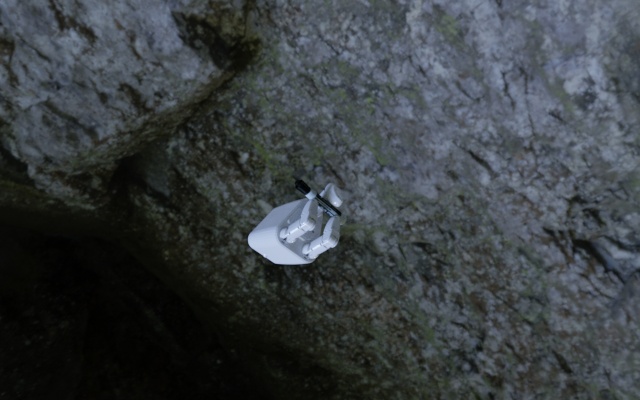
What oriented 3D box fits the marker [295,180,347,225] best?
[{"bbox_3d":[0.000,0.003,0.846,0.121,0.020,0.020,39,-20,-26],"label":"marker"}]
